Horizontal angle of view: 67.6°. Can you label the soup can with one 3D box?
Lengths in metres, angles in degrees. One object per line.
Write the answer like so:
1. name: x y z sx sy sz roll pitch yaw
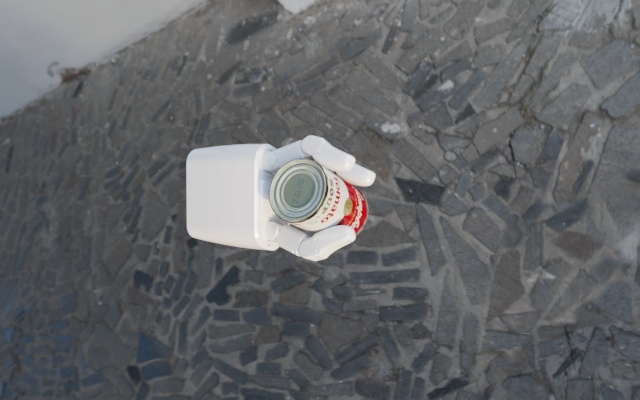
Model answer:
1. soup can: 0.000 0.002 0.505 0.068 0.068 0.102 0 -15 29
